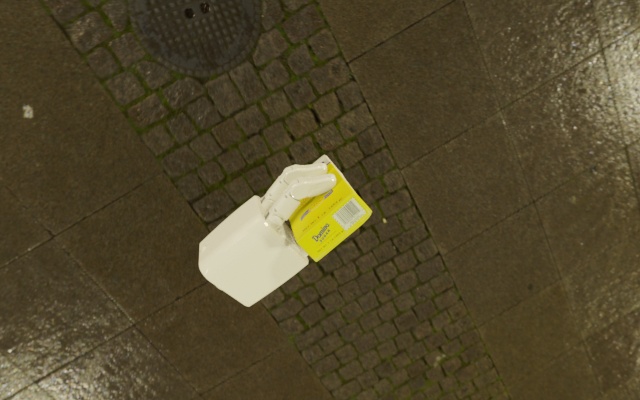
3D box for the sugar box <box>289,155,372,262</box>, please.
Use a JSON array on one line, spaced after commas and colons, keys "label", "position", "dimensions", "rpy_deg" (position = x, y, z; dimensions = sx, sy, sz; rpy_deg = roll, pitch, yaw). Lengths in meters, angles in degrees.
[{"label": "sugar box", "position": [0.000, 0.002, 0.646], "dimensions": [0.093, 0.048, 0.176], "rpy_deg": [-40, 25, 4]}]
